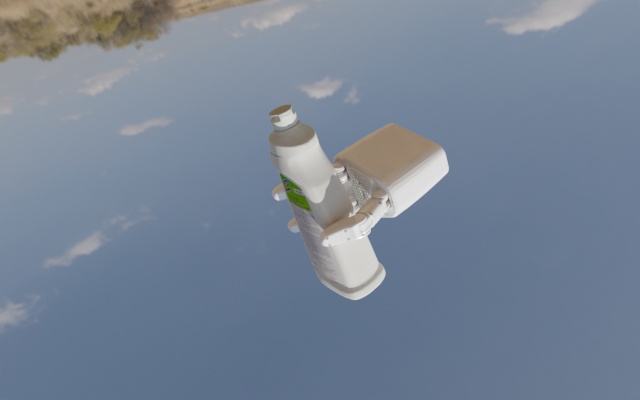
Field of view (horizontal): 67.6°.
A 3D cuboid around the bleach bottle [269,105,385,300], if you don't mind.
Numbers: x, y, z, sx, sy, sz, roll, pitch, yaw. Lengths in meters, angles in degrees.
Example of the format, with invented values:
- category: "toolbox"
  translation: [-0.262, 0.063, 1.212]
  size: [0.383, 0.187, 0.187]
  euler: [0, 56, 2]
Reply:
- category: "bleach bottle"
  translation: [0.000, 0.002, 0.595]
  size: [0.068, 0.251, 0.102]
  euler: [-36, 31, -25]
